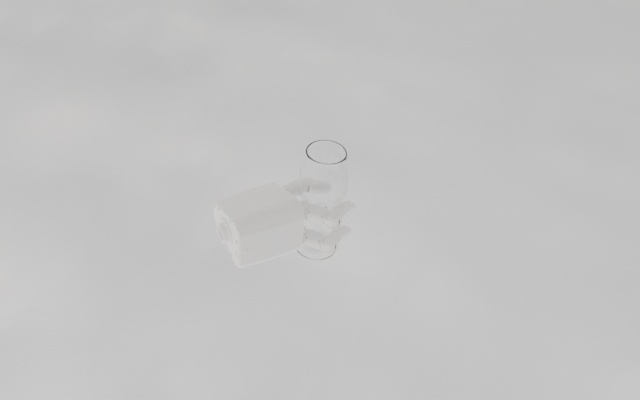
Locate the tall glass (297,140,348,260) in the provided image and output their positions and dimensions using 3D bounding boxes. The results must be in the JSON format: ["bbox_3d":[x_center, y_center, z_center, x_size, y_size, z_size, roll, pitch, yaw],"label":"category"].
[{"bbox_3d":[0.000,0.003,0.768,0.079,0.201,0.079,4,41,-3],"label":"tall glass"}]
